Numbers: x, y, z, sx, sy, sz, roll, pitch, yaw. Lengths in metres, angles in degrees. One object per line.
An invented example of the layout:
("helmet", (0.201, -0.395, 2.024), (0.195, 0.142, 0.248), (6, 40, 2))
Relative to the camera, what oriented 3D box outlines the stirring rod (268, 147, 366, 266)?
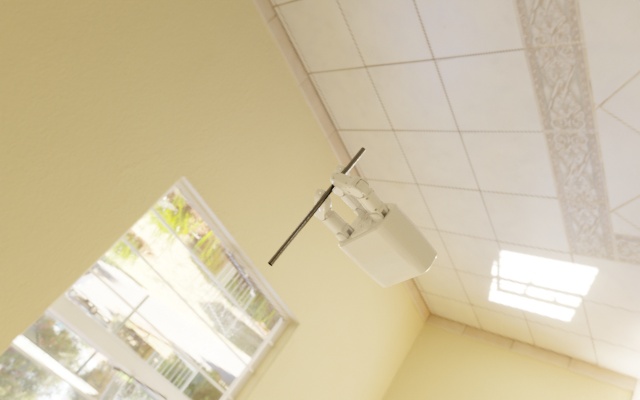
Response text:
("stirring rod", (0.000, 0.002, 0.690), (0.011, 0.011, 0.239), (0, 43, 50))
